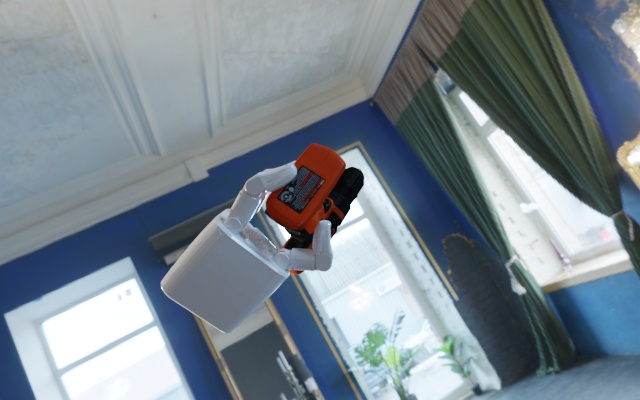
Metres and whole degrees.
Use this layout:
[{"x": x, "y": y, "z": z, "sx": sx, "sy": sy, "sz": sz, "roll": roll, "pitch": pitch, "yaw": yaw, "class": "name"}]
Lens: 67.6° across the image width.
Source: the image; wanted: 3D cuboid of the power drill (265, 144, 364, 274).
[{"x": 0.000, "y": 0.002, "z": 0.630, "sx": 0.057, "sy": 0.184, "sz": 0.188, "roll": 31, "pitch": -15, "yaw": 16, "class": "power drill"}]
